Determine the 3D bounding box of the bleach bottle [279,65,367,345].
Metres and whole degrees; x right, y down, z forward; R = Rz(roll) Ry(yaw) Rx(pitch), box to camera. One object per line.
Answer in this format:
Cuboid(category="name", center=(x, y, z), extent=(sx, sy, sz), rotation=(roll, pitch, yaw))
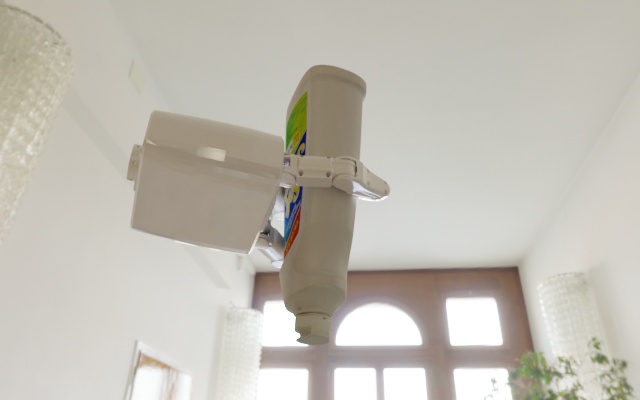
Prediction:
Cuboid(category="bleach bottle", center=(0.000, 0.001, 0.441), extent=(0.068, 0.250, 0.103), rotation=(13, -32, -18))
